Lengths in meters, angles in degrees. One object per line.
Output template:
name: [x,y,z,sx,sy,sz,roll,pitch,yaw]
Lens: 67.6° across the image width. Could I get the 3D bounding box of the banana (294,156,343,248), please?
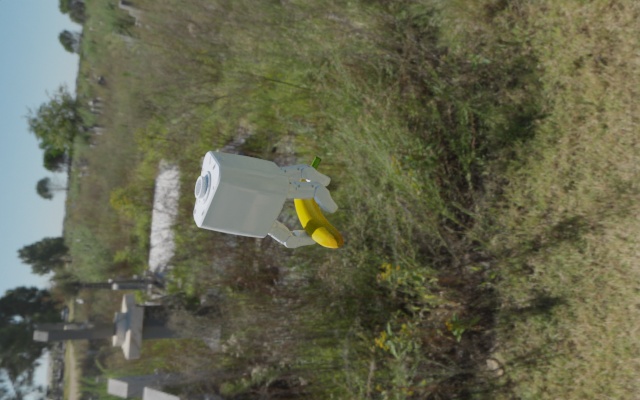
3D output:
banana: [-0.011,0.012,0.791,0.037,0.197,0.070,16,-49,-32]
